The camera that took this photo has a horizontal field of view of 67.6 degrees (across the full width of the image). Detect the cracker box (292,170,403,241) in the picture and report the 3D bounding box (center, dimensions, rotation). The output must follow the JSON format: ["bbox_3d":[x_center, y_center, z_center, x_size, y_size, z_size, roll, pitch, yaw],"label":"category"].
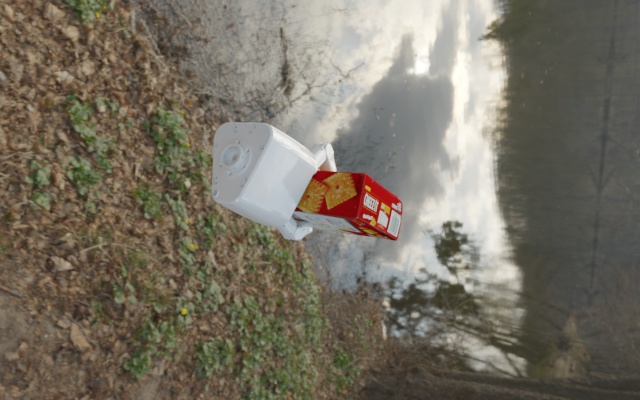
[{"bbox_3d":[0.000,0.003,0.738,0.213,0.072,0.164,7,-11,30],"label":"cracker box"}]
